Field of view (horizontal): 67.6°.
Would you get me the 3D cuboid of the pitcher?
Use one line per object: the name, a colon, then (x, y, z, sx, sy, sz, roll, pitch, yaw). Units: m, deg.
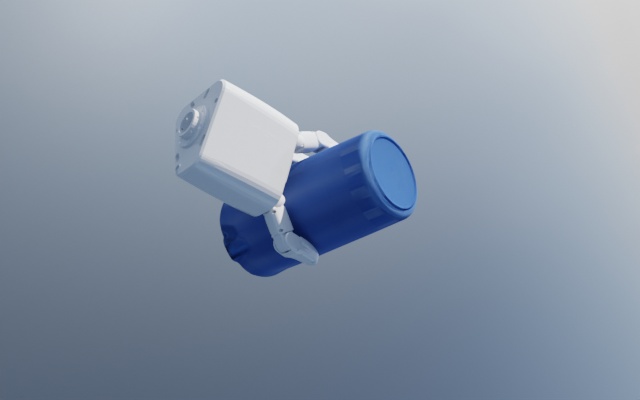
pitcher: (0.000, 0.002, 0.612, 0.243, 0.149, 0.145, -23, -39, 38)
